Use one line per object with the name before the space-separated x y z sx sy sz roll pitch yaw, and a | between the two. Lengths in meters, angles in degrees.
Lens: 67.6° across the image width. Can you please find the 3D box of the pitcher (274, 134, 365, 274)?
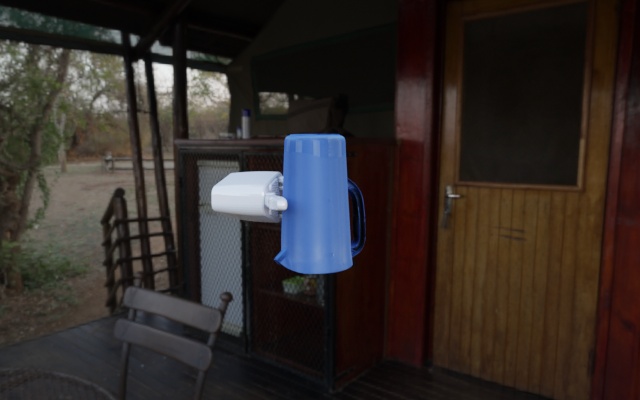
pitcher | 0.000 0.003 0.867 0.145 0.243 0.149 2 7 15
